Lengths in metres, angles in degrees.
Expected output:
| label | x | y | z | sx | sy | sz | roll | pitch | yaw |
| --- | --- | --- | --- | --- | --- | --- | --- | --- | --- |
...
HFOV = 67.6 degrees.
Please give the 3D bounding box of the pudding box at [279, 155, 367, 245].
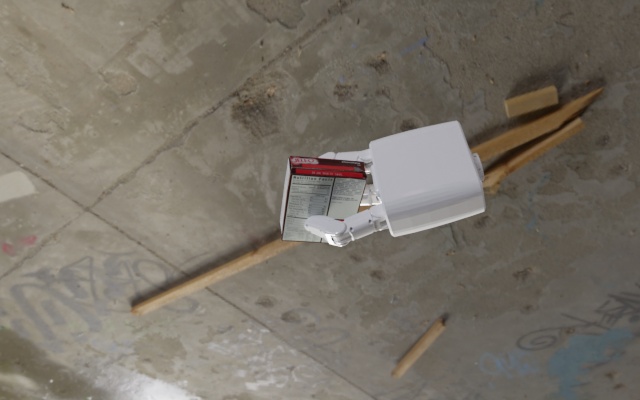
| label | x | y | z | sx | sy | sz | roll | pitch | yaw |
| --- | --- | --- | --- | --- | --- | --- | --- | --- | --- |
| pudding box | 0.000 | 0.002 | 0.573 | 0.090 | 0.114 | 0.039 | 5 | 40 | -9 |
